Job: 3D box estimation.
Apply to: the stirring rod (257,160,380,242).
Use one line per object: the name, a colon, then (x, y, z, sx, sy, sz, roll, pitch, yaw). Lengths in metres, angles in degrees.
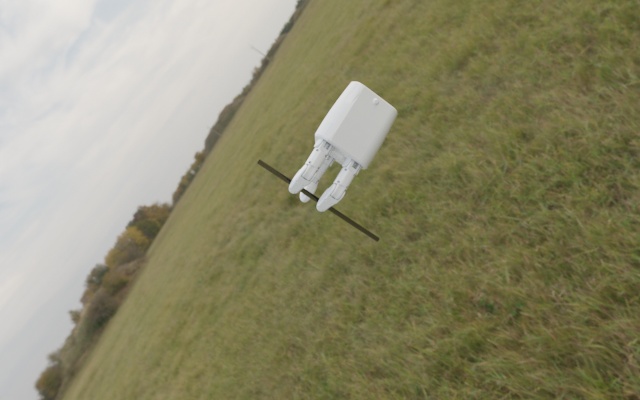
stirring rod: (0.000, 0.003, 0.779, 0.239, 0.011, 0.011, 33, -9, -14)
